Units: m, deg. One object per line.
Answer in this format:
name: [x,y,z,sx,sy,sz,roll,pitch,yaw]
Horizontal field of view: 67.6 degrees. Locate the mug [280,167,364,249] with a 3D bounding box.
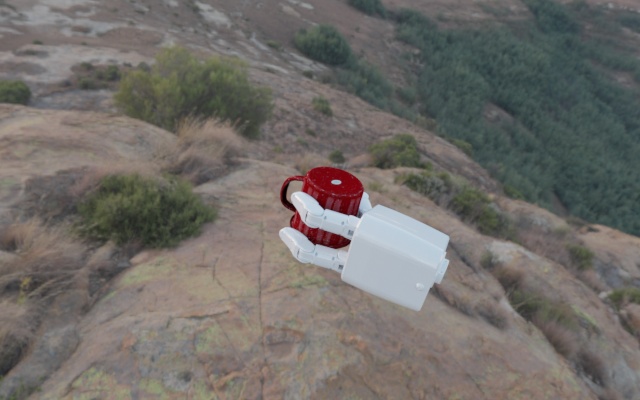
mug: [-0.001,0.001,0.655,0.117,0.081,0.093,22,31,13]
